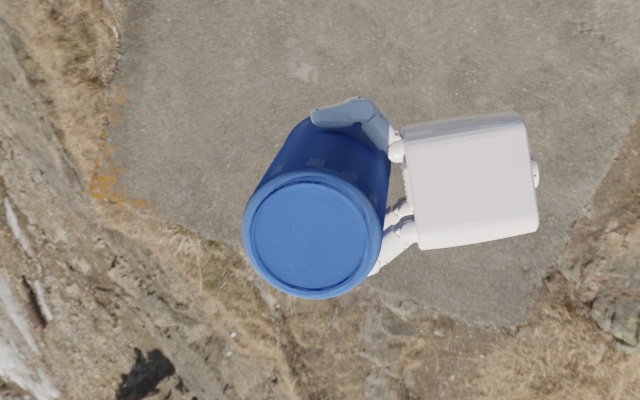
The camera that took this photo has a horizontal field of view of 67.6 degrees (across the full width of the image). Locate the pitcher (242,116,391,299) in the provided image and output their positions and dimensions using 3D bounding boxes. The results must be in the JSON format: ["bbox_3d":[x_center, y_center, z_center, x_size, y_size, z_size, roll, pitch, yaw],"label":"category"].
[{"bbox_3d":[0.000,0.001,0.468,0.145,0.149,0.242,-9,16,10],"label":"pitcher"}]
